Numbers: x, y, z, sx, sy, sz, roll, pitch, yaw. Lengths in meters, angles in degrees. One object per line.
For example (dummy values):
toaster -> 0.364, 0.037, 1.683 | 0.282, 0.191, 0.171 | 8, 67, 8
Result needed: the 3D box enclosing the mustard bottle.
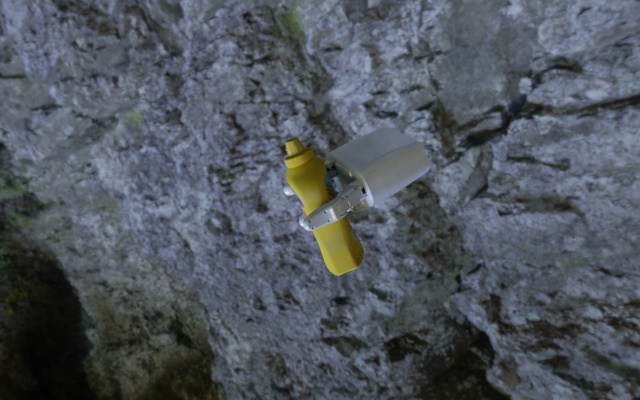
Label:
mustard bottle -> 0.000, 0.003, 0.662 | 0.058, 0.192, 0.096 | -22, 16, 8
